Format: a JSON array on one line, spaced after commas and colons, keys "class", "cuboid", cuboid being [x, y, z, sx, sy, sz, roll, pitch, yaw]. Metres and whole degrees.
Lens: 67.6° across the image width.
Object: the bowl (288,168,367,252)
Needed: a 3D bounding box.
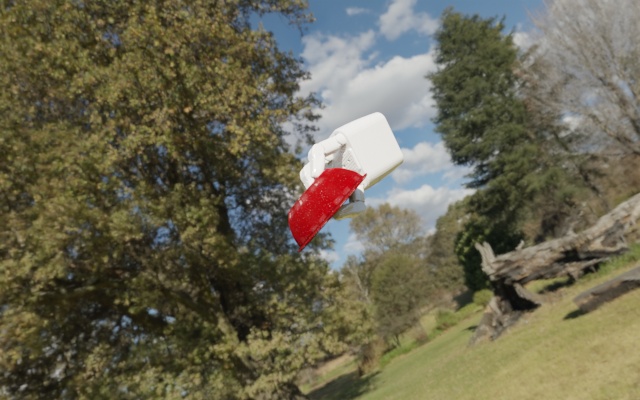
[{"class": "bowl", "cuboid": [-0.001, 0.003, 0.740, 0.055, 0.162, 0.162, 41, 0, 0]}]
